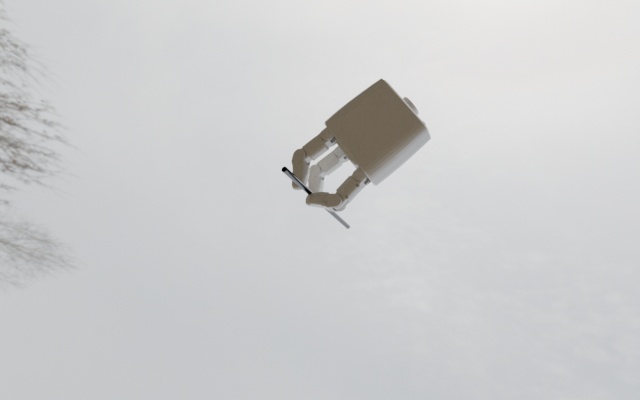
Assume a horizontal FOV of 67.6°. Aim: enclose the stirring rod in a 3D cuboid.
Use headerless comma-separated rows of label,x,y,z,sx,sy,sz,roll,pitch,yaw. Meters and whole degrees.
stirring rod,0.000,0.002,0.723,0.011,0.011,0.240,0,-21,25
